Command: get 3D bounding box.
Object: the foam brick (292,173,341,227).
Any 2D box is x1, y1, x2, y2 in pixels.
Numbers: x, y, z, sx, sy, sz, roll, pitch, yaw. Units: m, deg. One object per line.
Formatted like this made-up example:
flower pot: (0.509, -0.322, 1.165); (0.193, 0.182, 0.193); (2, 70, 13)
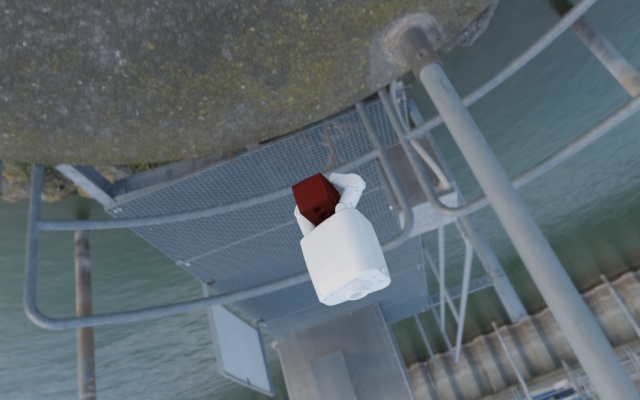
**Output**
foam brick: (0.000, 0.002, 0.747); (0.053, 0.051, 0.078); (-28, -33, 15)
